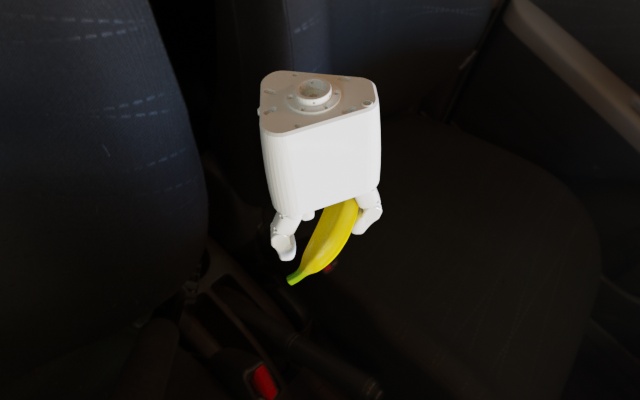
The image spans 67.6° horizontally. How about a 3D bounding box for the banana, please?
[{"bbox_3d":[0.014,0.003,0.548,0.069,0.197,0.037,-4,-40,34],"label":"banana"}]
